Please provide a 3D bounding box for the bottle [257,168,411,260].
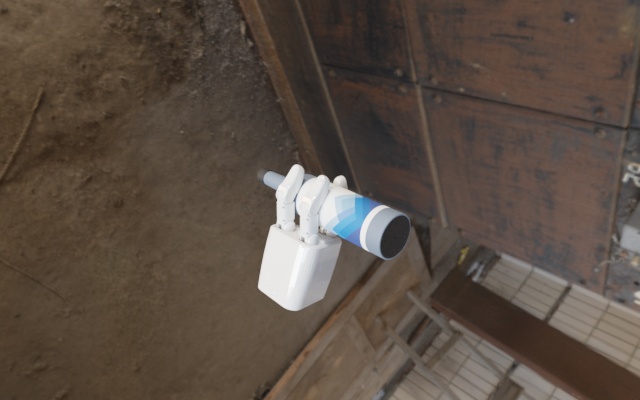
[{"bbox_3d":[0.000,0.002,0.733,0.069,0.069,0.295,0,18,-46],"label":"bottle"}]
